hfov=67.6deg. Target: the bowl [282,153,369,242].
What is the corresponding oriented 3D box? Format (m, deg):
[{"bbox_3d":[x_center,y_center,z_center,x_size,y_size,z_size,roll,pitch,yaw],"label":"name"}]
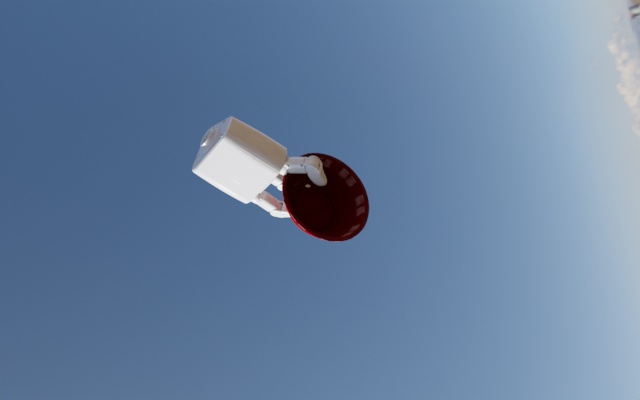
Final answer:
[{"bbox_3d":[0.001,0.004,0.804,0.162,0.162,0.055,0,-25,-29],"label":"bowl"}]
